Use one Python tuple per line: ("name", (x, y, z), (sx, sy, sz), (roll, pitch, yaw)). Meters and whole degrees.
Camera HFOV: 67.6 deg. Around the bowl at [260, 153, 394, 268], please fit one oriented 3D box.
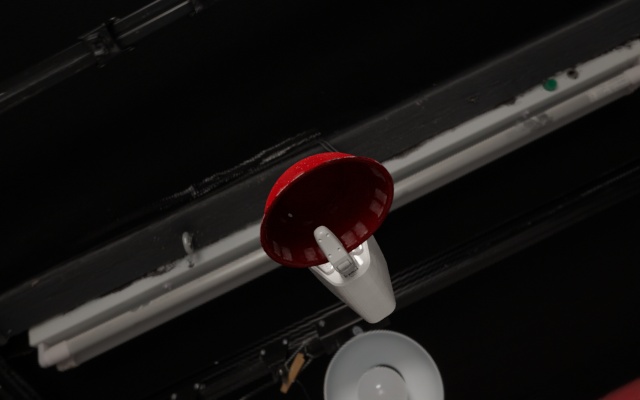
("bowl", (0.000, 0.001, 0.540), (0.162, 0.162, 0.055), (0, 40, -32))
